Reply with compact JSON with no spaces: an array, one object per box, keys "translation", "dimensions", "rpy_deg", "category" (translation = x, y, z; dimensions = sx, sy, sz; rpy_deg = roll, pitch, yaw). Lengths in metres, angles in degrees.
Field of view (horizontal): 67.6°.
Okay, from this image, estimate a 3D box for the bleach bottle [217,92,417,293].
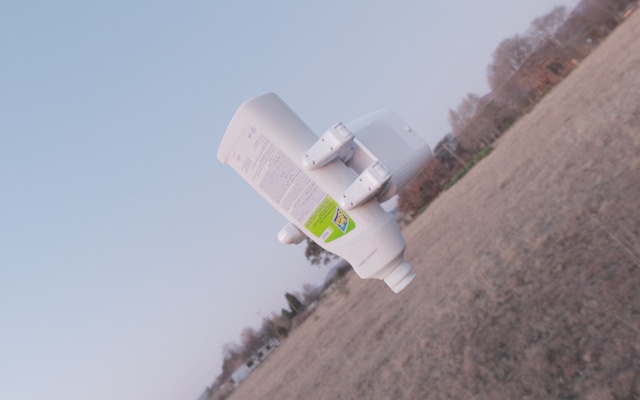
[{"translation":[0.000,0.002,0.520],"dimensions":[0.068,0.251,0.103],"rpy_deg":[-35,-13,-44],"category":"bleach bottle"}]
